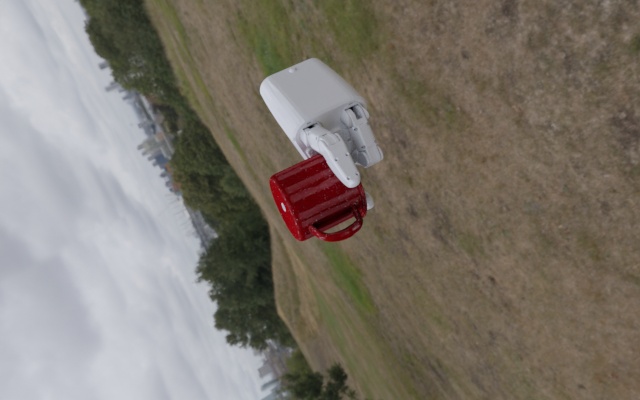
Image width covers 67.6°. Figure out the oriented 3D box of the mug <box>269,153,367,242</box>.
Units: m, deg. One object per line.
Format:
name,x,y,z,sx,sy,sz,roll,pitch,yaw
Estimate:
mug,0.001,0.003,0.529,0.081,0.117,0.093,-26,-38,-13
